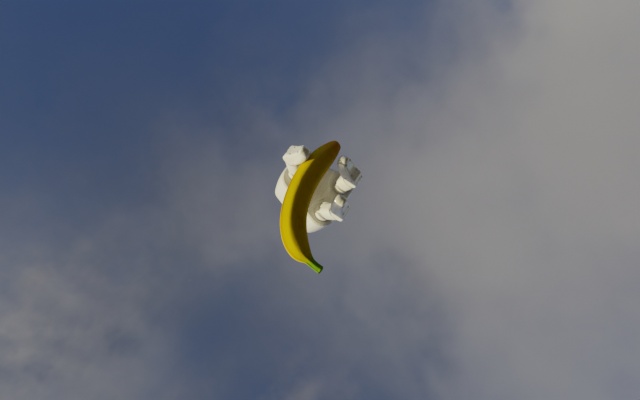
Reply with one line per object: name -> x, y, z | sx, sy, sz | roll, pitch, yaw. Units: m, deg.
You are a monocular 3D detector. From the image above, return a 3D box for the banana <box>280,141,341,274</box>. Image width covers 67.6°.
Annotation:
banana -> -0.018, 0.002, 0.676 | 0.069, 0.197, 0.037 | 11, -17, -9
